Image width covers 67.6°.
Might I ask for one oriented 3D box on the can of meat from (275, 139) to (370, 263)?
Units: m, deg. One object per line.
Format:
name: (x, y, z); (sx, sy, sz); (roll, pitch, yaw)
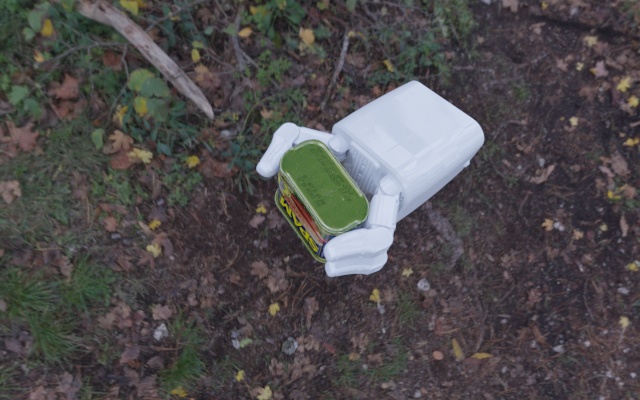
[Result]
can of meat: (0.000, 0.001, 0.467); (0.057, 0.102, 0.084); (-31, -17, -17)
